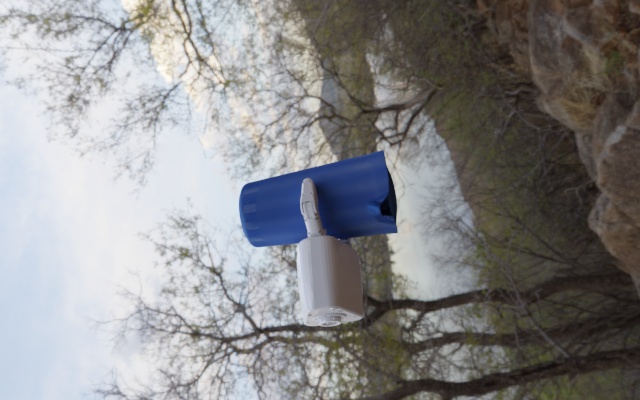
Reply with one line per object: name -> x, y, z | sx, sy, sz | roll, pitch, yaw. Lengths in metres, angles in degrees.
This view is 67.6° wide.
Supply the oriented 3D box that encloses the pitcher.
pitcher -> 0.000, 0.003, 0.777 | 0.243, 0.145, 0.149 | -9, -27, 8
